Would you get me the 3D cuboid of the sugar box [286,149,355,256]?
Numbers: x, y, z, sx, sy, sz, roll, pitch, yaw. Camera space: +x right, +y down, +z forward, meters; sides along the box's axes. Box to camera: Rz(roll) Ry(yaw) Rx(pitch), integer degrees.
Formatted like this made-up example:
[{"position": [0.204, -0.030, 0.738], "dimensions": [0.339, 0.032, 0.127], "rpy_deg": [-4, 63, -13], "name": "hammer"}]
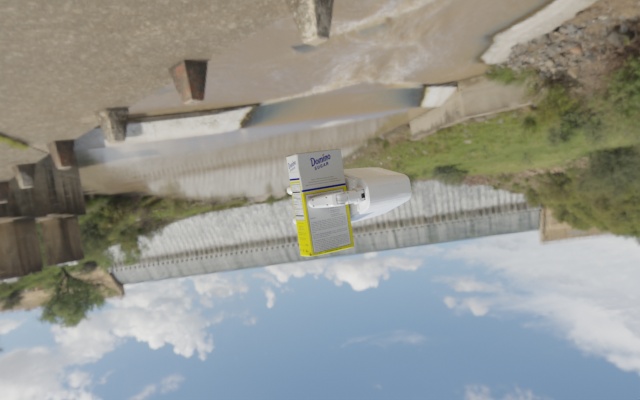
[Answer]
[{"position": [0.000, 0.003, 0.830], "dimensions": [0.093, 0.176, 0.048], "rpy_deg": [-9, 1, -32], "name": "sugar box"}]
